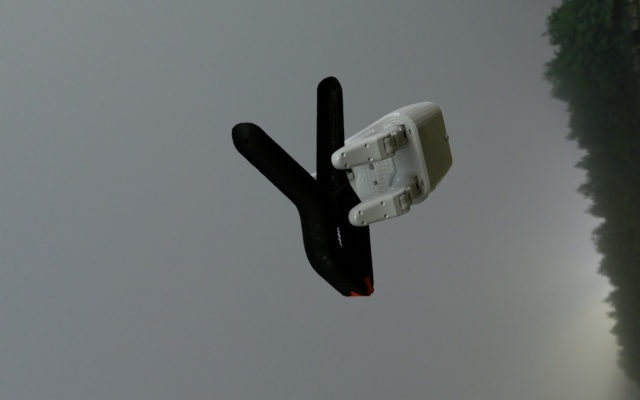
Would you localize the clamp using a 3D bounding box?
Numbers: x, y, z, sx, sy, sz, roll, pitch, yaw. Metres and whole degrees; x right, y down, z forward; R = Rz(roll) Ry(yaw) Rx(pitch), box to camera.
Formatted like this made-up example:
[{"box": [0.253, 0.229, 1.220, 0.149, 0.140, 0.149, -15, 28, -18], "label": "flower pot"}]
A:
[{"box": [0.000, 0.002, 0.429, 0.036, 0.210, 0.164, -8, 15, 33], "label": "clamp"}]
